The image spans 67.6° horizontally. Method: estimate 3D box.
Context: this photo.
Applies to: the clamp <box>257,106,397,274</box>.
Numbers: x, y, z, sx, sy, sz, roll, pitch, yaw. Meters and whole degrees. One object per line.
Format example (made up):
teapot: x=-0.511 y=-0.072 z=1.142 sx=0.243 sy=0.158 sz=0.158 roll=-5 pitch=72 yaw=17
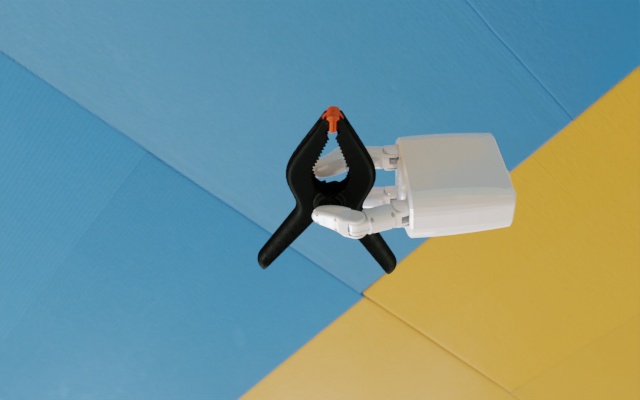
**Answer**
clamp: x=0.000 y=0.002 z=0.523 sx=0.164 sy=0.210 sz=0.036 roll=-4 pitch=33 yaw=3
